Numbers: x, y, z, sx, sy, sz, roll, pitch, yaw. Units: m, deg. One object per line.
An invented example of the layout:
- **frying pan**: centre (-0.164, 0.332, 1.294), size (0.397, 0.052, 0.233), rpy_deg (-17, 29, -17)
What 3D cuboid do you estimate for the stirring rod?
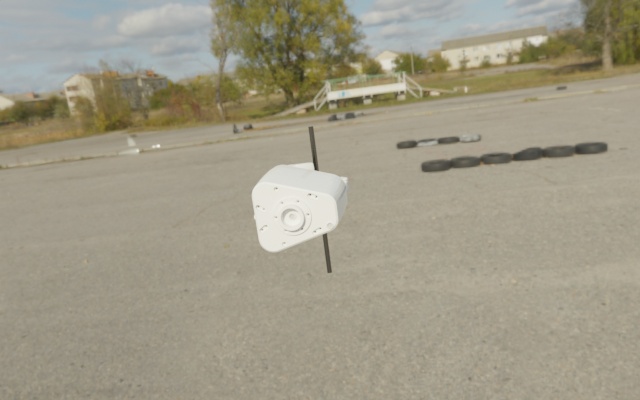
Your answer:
- **stirring rod**: centre (0.000, 0.003, 0.763), size (0.011, 0.239, 0.011), rpy_deg (-7, 13, 2)
